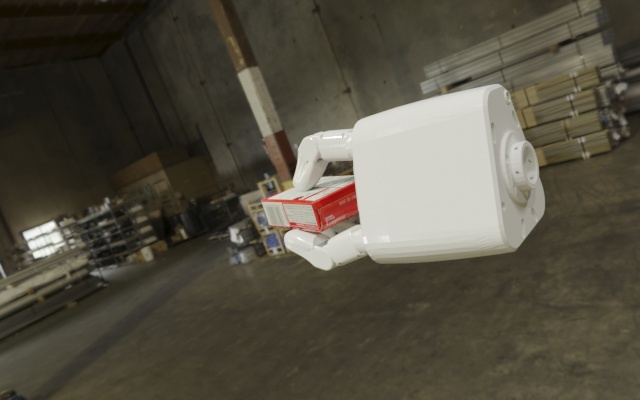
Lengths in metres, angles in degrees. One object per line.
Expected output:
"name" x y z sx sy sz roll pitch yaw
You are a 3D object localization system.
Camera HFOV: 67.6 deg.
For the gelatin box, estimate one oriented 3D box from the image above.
"gelatin box" 0.000 0.001 0.442 0.073 0.030 0.089 -24 15 -34
